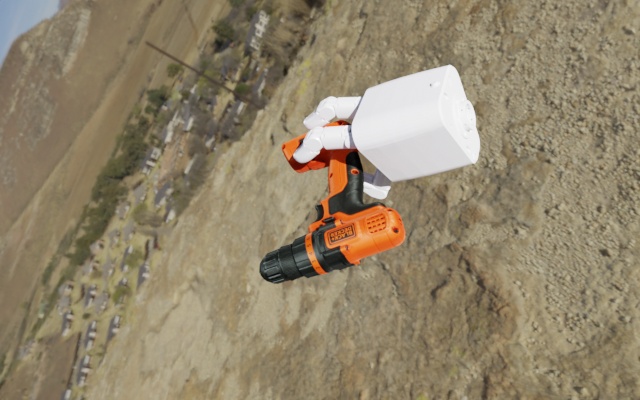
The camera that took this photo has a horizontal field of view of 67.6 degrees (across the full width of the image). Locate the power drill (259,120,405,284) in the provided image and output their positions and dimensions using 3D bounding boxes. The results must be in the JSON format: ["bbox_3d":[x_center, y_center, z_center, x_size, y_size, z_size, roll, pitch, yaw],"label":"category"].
[{"bbox_3d":[0.000,0.001,0.602,0.184,0.187,0.057,-20,-32,15],"label":"power drill"}]
